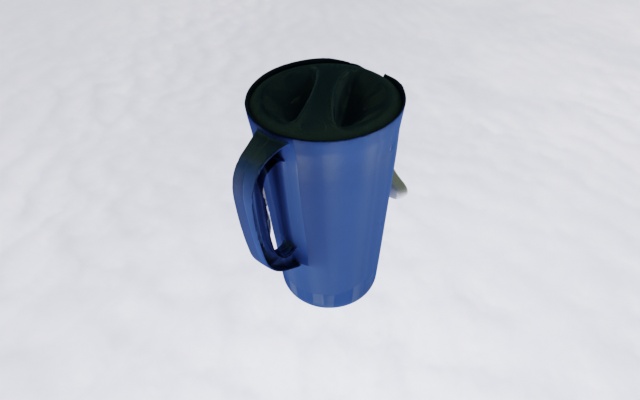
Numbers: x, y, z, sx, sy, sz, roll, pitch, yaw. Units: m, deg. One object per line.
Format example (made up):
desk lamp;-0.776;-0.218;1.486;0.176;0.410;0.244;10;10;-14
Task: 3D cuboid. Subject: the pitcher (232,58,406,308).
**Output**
pitcher;0.000;0.001;0.467;0.149;0.243;0.145;-7;43;-5
